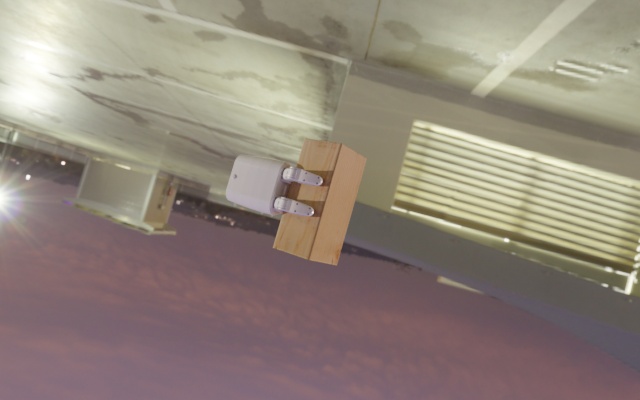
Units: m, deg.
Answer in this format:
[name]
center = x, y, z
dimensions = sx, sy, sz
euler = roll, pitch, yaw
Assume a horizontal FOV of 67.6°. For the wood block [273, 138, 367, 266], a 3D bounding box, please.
[wood block]
center = 0.000, 0.003, 0.867
dimensions = 0.090, 0.206, 0.091
euler = 13, -4, 37
